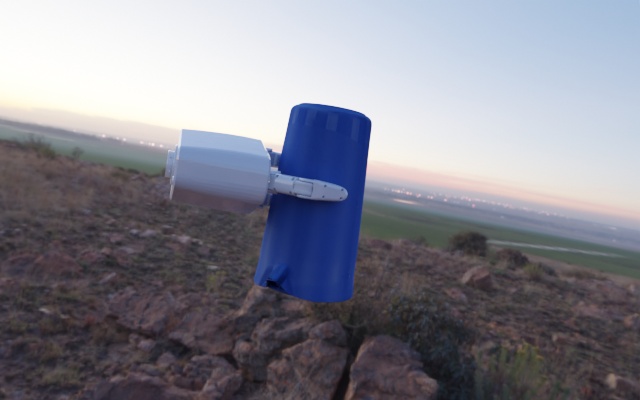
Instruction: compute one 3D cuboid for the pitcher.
[{"bbox_3d":[0.000,0.002,0.636,0.145,0.243,0.149,8,4,-17],"label":"pitcher"}]
